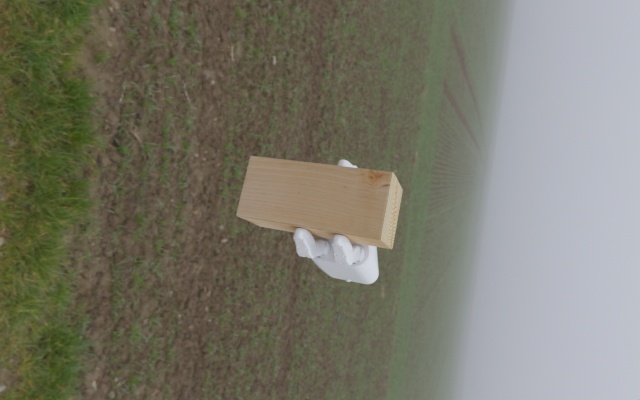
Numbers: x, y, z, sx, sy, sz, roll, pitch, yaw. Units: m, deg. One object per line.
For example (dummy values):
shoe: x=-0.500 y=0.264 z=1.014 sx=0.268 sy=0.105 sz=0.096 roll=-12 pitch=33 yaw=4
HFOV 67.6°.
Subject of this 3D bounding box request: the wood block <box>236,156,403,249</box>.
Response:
wood block: x=0.000 y=0.002 z=0.670 sx=0.206 sy=0.091 sz=0.090 roll=8 pitch=-11 yaw=20
